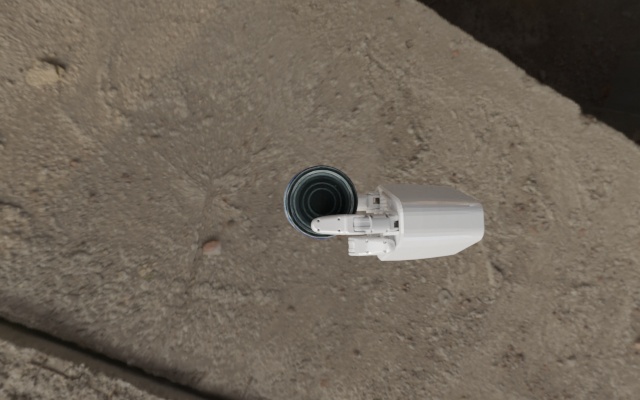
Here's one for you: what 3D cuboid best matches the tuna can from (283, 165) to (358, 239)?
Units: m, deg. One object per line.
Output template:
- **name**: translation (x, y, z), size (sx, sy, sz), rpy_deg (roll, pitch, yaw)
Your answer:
- **tuna can**: translation (0.000, 0.002, 0.558), size (0.086, 0.086, 0.034), rpy_deg (0, 1, -7)
